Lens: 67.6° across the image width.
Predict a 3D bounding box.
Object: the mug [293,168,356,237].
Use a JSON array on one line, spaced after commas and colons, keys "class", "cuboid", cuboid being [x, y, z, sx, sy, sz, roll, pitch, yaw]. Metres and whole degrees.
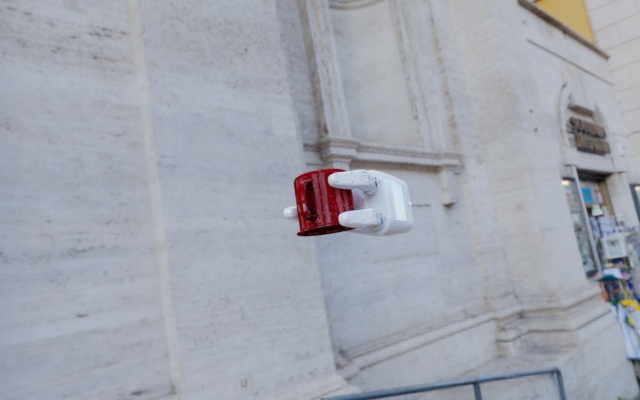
[{"class": "mug", "cuboid": [-0.001, 0.002, 0.670, 0.093, 0.081, 0.117, -15, -12, 29]}]
